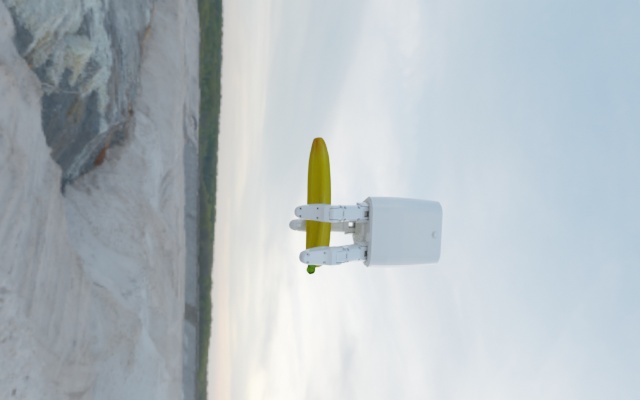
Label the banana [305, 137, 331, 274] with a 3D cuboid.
[{"bbox_3d":[-0.002,0.011,0.686,0.037,0.197,0.070,2,-16,-4],"label":"banana"}]
